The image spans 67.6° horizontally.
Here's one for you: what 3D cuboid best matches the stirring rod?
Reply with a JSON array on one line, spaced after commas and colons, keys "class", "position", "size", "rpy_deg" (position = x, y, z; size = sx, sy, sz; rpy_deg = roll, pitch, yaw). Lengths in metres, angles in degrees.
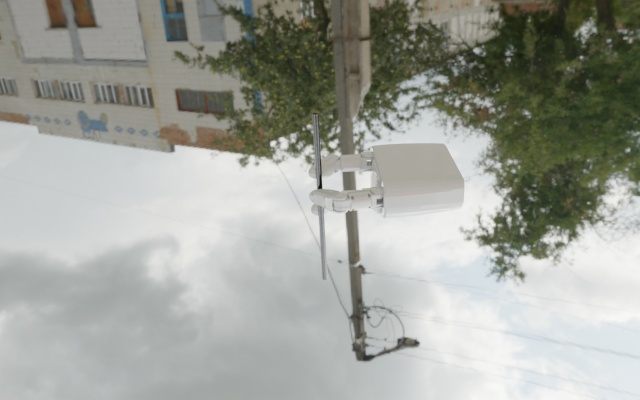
[{"class": "stirring rod", "position": [0.000, 0.002, 0.647], "size": [0.011, 0.240, 0.011], "rpy_deg": [-3, 22, 1]}]
